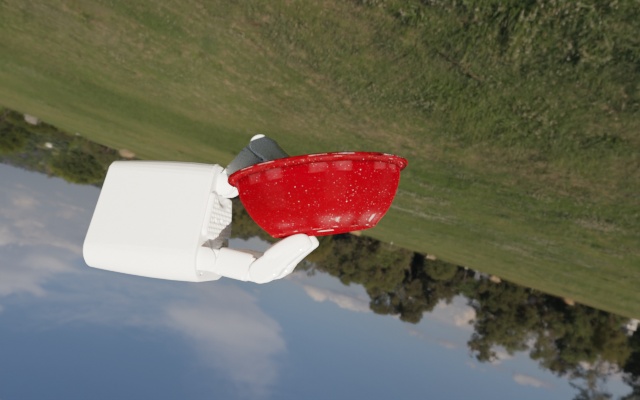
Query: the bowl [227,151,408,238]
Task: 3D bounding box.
[{"bbox_3d":[0.001,0.002,0.426,0.162,0.055,0.162,-6,-7,-1],"label":"bowl"}]
